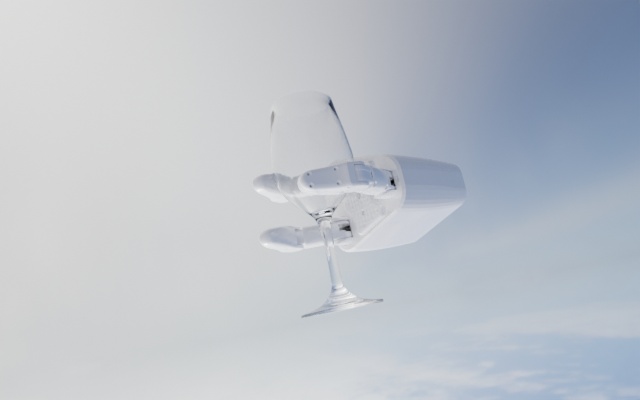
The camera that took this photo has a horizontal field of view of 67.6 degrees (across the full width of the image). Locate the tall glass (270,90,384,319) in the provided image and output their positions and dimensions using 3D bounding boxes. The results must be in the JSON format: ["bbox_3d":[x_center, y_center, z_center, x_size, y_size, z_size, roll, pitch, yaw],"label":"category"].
[{"bbox_3d":[0.000,0.002,0.443,0.079,0.201,0.079,-11,-13,-3],"label":"tall glass"}]
